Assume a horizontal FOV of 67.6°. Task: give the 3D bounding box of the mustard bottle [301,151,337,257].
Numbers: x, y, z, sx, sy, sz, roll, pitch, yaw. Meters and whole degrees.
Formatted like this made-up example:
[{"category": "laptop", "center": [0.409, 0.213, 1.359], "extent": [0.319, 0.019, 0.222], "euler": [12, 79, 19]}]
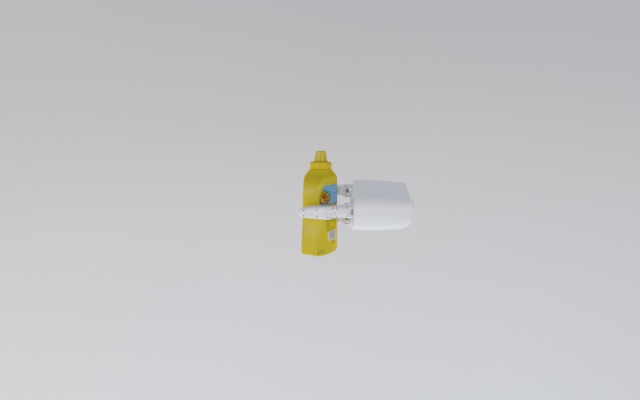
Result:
[{"category": "mustard bottle", "center": [0.000, 0.003, 0.897], "extent": [0.058, 0.191, 0.096], "euler": [5, 9, 27]}]
